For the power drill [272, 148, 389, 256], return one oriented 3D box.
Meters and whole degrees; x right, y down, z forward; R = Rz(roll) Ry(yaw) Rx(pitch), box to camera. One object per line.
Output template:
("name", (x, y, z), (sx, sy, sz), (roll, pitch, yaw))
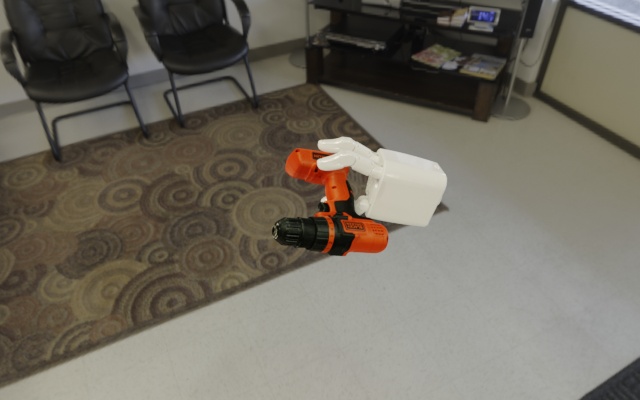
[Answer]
("power drill", (0.000, 0.002, 0.740), (0.184, 0.187, 0.057), (8, -45, -28))
